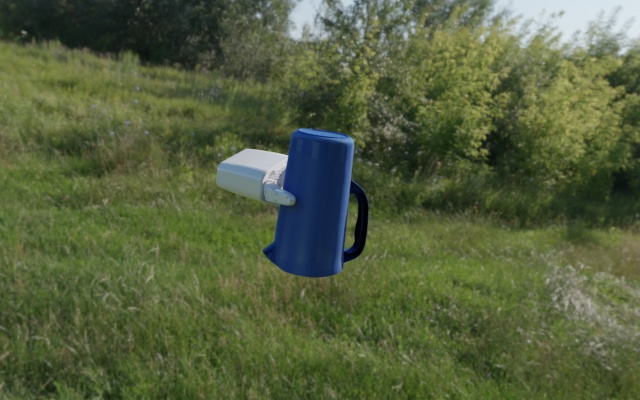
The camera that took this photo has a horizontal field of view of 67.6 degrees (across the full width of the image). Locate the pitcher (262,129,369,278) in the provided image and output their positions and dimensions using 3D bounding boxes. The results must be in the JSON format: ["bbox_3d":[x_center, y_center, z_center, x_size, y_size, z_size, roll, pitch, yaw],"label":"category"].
[{"bbox_3d":[0.000,0.003,0.841,0.145,0.243,0.149,15,16,26],"label":"pitcher"}]
